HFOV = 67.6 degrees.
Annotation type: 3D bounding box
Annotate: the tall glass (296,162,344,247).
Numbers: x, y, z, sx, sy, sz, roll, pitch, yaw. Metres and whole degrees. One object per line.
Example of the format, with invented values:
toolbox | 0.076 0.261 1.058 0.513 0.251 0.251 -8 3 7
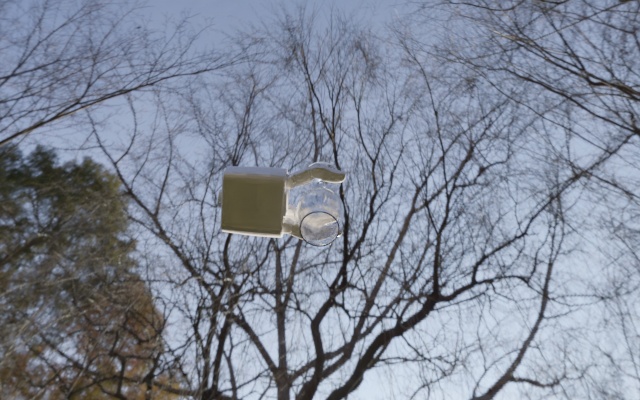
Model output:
tall glass | 0.000 0.002 0.816 0.079 0.079 0.201 0 25 1
